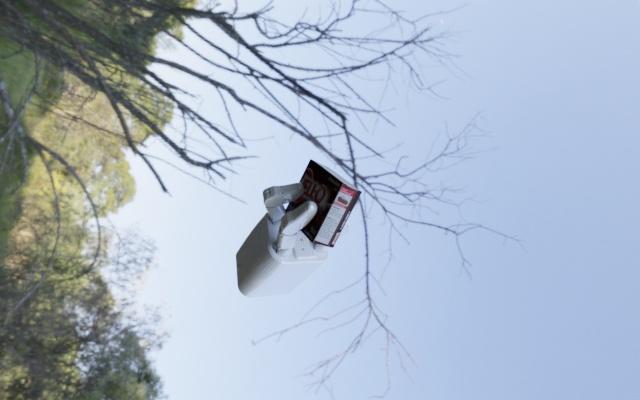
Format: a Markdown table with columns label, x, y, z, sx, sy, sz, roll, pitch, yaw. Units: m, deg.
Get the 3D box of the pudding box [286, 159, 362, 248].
| label | x | y | z | sx | sy | sz | roll | pitch | yaw |
| --- | --- | --- | --- | --- | --- | --- | --- | --- | --- |
| pudding box | 0.000 | 0.002 | 0.663 | 0.039 | 0.090 | 0.113 | 20 | 11 | -32 |
